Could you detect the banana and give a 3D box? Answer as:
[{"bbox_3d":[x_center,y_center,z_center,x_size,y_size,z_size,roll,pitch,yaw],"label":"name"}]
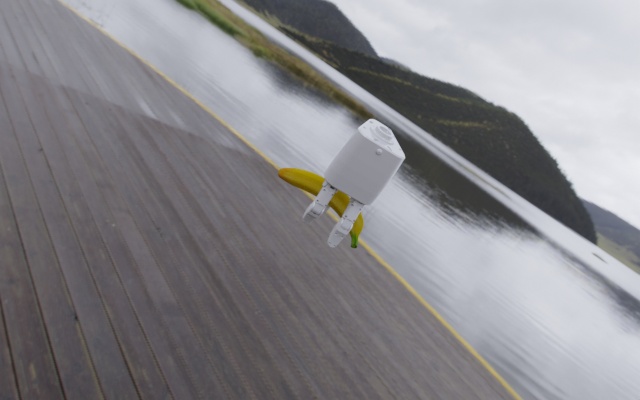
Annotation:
[{"bbox_3d":[0.012,-0.003,0.870,0.069,0.198,0.037,-41,-9,-46],"label":"banana"}]
